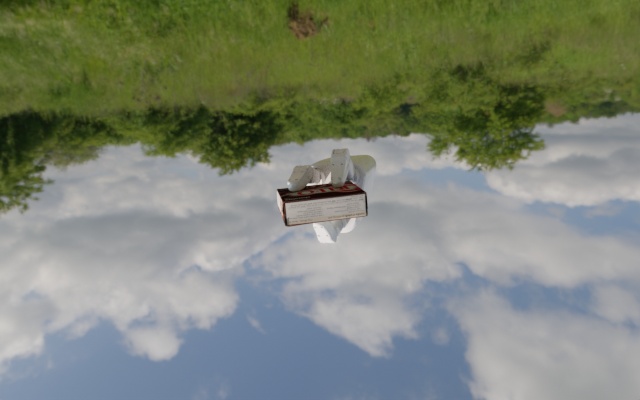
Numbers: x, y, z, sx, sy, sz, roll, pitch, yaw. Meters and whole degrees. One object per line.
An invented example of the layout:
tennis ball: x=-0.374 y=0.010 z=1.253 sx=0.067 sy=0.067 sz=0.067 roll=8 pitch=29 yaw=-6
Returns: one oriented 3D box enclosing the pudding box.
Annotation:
pudding box: x=0.000 y=0.002 z=0.653 sx=0.113 sy=0.039 sz=0.090 roll=-9 pitch=12 yaw=-8
